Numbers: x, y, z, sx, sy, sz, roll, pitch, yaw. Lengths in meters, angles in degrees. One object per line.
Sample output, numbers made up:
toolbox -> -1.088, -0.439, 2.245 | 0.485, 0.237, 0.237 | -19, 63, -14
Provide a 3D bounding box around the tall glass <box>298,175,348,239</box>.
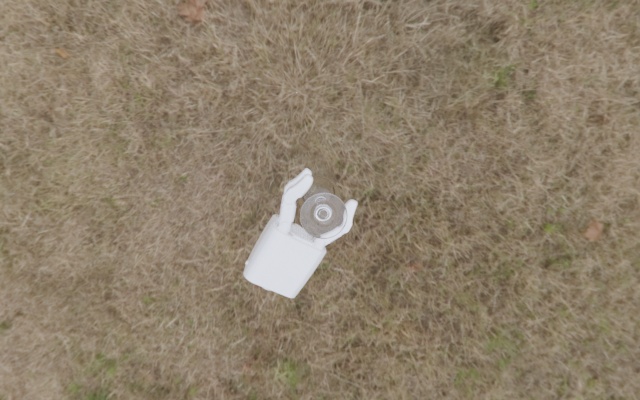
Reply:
tall glass -> 0.000, 0.003, 0.839 | 0.079, 0.079, 0.201 | 0, 13, -3
